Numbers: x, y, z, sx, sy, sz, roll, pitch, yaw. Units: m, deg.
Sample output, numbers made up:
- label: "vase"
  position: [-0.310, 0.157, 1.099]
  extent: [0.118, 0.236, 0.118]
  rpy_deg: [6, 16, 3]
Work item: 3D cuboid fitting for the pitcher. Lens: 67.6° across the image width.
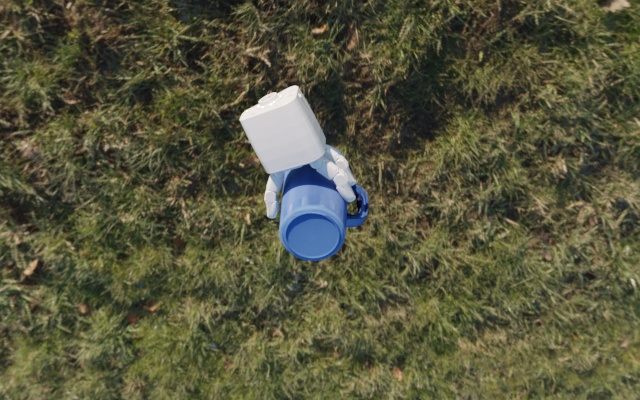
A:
- label: "pitcher"
  position: [0.000, 0.003, 0.869]
  extent: [0.149, 0.145, 0.242]
  rpy_deg: [-20, 26, 12]
